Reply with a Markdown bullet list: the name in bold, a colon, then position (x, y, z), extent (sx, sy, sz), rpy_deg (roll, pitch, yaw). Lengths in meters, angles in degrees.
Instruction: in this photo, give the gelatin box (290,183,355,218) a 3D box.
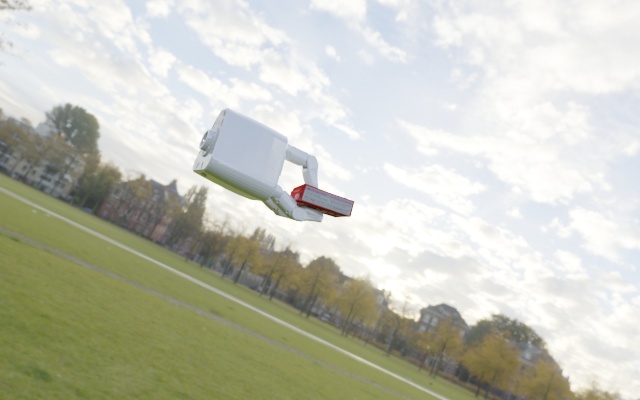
- **gelatin box**: position (0.001, 0.002, 0.764), extent (0.089, 0.030, 0.073), rpy_deg (18, -8, -15)
